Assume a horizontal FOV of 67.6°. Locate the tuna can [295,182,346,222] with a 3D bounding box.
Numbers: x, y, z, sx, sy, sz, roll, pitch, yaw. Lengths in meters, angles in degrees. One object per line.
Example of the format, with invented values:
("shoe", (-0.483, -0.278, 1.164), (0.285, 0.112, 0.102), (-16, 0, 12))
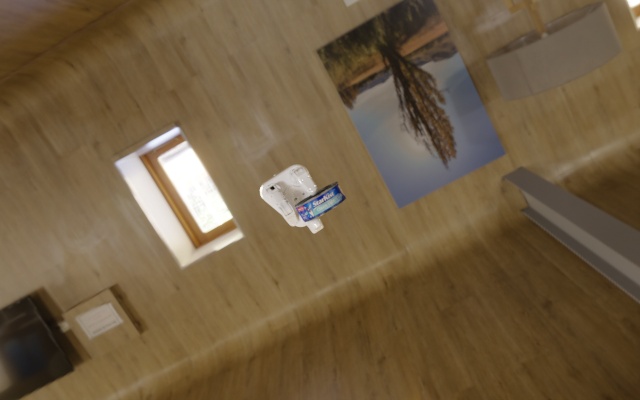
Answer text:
("tuna can", (0.000, 0.003, 0.824), (0.086, 0.034, 0.086), (-30, 5, 3))
